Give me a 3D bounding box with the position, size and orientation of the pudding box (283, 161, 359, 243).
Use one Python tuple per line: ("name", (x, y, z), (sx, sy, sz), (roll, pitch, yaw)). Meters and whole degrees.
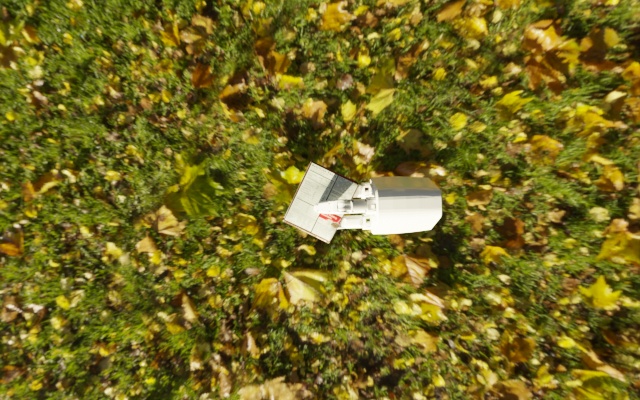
("pudding box", (0.000, 0.003, 0.798), (0.090, 0.113, 0.039), (26, -2, -1))
